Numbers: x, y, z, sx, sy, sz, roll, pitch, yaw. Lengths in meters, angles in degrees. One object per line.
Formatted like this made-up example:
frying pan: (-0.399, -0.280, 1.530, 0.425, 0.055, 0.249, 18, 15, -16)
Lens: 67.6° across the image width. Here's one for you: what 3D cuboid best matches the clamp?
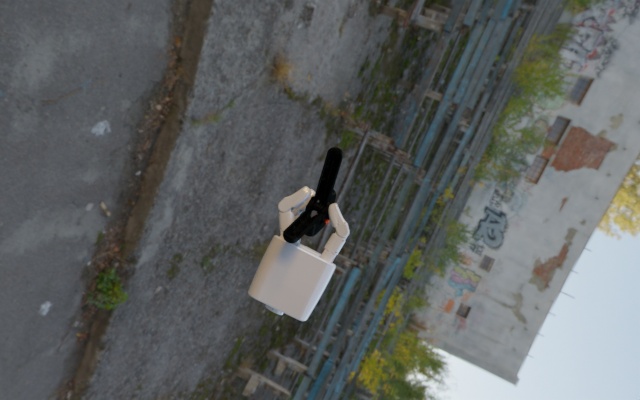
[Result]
clamp: (0.001, 0.003, 0.809, 0.036, 0.164, 0.210, 28, -4, 10)
